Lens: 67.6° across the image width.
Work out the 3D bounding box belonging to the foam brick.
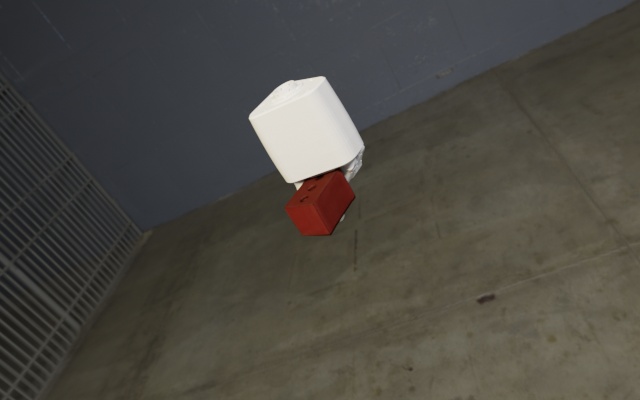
[{"bbox_3d":[0.000,0.002,0.628,0.053,0.051,0.078,-6,37,40],"label":"foam brick"}]
